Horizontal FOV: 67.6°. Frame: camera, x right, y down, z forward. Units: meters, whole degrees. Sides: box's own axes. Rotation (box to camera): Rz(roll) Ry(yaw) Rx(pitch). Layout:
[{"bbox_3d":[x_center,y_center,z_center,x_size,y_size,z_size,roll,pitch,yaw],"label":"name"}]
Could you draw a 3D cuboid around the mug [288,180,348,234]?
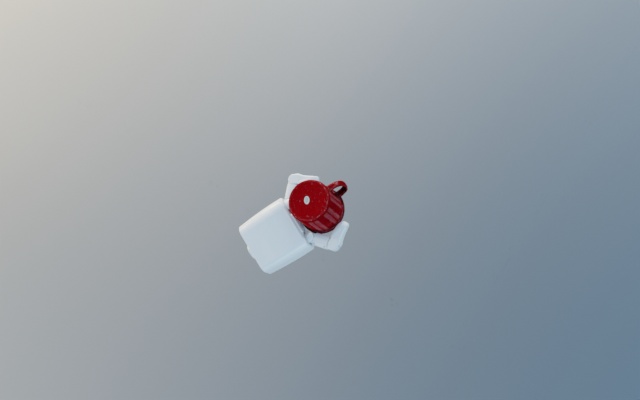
[{"bbox_3d":[0.001,0.002,0.896,0.117,0.093,0.081,-34,-23,7],"label":"mug"}]
